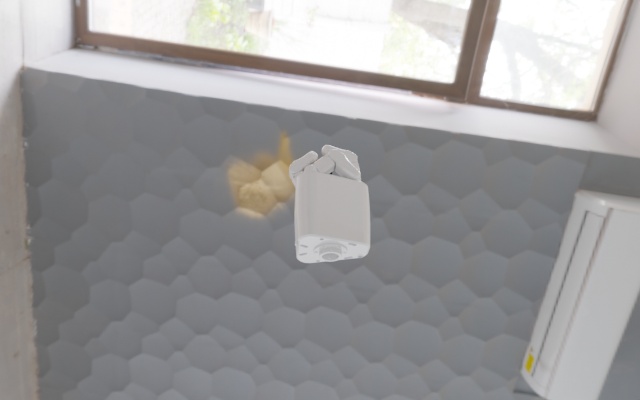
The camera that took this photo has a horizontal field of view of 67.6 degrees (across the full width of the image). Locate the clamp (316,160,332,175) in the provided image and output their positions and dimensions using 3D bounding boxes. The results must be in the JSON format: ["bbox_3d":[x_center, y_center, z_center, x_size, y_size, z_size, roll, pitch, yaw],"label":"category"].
[{"bbox_3d":[0.001,0.002,0.814,0.039,0.120,0.172,-7,-30,-7],"label":"clamp"}]
